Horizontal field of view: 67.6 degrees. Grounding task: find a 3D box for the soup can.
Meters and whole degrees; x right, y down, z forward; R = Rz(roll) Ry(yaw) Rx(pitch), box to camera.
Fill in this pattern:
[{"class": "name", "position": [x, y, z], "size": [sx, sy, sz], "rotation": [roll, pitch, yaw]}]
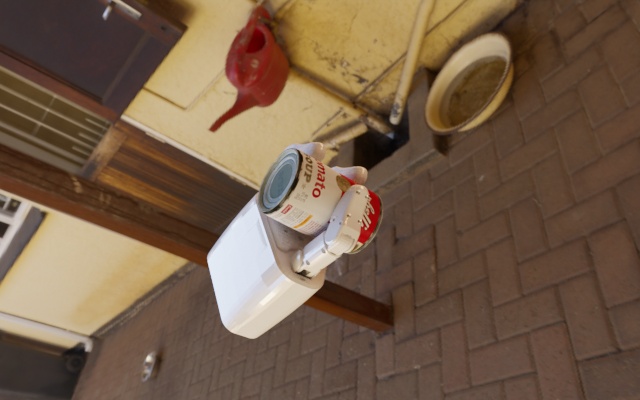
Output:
[{"class": "soup can", "position": [0.000, 0.001, 0.457], "size": [0.102, 0.068, 0.068], "rotation": [28, -14, -29]}]
